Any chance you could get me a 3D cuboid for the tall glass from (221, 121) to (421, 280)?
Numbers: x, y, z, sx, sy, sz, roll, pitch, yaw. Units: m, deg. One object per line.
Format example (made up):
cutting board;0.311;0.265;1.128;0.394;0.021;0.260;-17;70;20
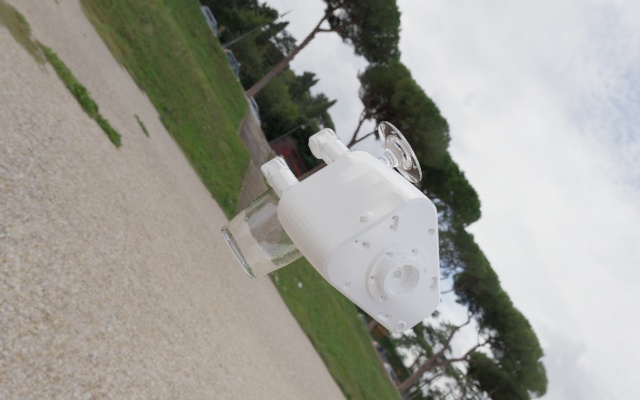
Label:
tall glass;0.001;0.001;0.491;0.201;0.079;0.079;-32;4;-6
